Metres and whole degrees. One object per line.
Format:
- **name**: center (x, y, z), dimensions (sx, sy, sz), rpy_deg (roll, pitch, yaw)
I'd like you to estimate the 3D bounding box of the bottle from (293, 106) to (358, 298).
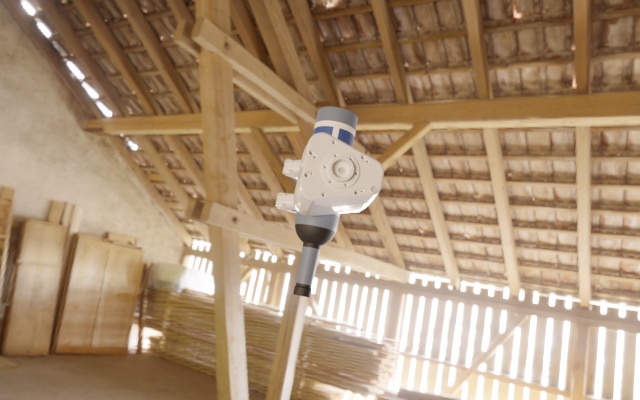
- **bottle**: center (0.000, 0.002, 0.748), dimensions (0.069, 0.295, 0.069), rpy_deg (11, -11, 2)
